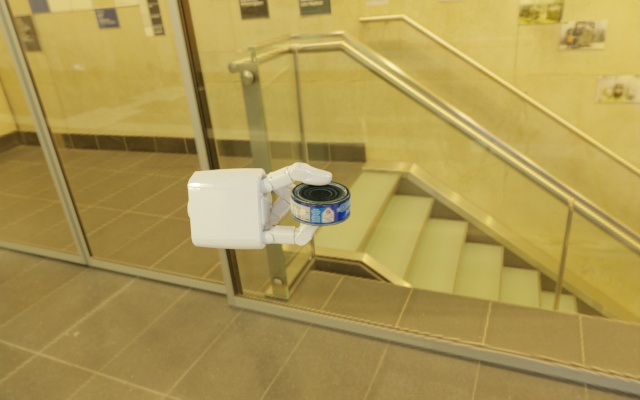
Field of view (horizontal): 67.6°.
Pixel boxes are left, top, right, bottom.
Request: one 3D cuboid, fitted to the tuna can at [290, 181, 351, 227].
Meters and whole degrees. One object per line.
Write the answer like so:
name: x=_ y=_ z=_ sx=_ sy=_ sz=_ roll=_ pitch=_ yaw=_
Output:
tuna can: x=0.000 y=0.002 z=0.673 sx=0.086 sy=0.034 sz=0.086 roll=1 pitch=25 yaw=0
